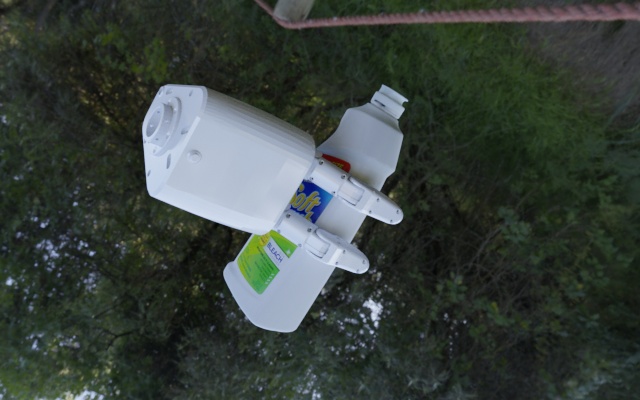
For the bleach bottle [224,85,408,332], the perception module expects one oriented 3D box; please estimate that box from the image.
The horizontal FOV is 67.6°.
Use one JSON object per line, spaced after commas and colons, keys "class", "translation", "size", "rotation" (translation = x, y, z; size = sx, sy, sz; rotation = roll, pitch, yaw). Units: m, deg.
{"class": "bleach bottle", "translation": [0.000, 0.002, 0.469], "size": [0.068, 0.251, 0.102], "rotation": [22, 15, -39]}
